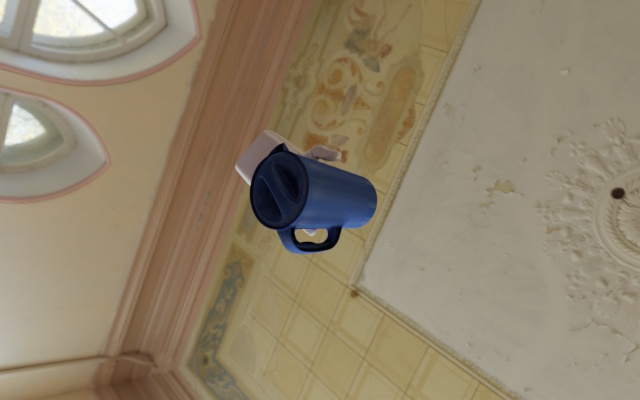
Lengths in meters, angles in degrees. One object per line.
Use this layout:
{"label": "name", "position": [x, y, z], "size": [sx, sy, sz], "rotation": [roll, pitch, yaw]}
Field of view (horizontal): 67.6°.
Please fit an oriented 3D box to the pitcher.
{"label": "pitcher", "position": [0.000, 0.003, 0.873], "size": [0.145, 0.149, 0.243], "rotation": [39, 19, 35]}
